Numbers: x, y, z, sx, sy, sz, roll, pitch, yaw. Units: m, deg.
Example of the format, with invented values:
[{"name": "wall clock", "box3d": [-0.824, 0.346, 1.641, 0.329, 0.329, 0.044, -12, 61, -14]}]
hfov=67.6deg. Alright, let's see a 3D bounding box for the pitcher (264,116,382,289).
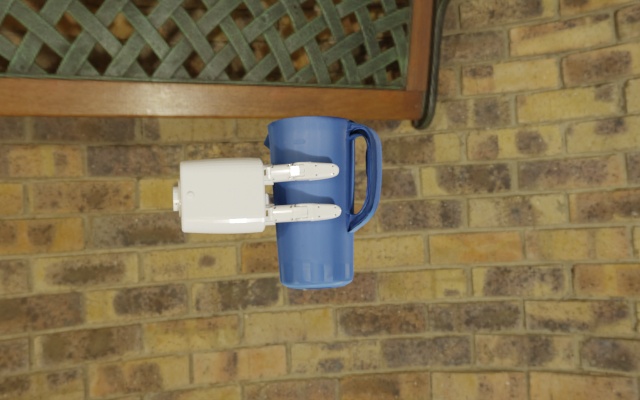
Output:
[{"name": "pitcher", "box3d": [0.000, 0.002, 0.699, 0.145, 0.243, 0.149, -1, -3, -19]}]
